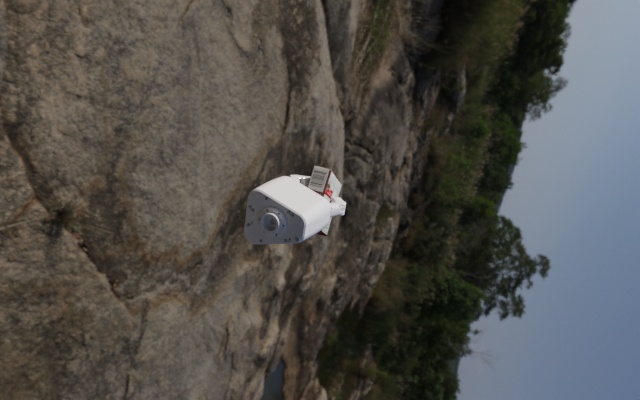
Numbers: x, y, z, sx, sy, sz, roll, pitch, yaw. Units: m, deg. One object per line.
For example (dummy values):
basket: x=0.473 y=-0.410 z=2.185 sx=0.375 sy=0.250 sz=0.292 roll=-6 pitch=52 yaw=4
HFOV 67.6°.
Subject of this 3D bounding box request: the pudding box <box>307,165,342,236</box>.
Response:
pudding box: x=0.000 y=0.003 z=0.893 sx=0.039 sy=0.113 sz=0.090 roll=15 pitch=-11 yaw=18
